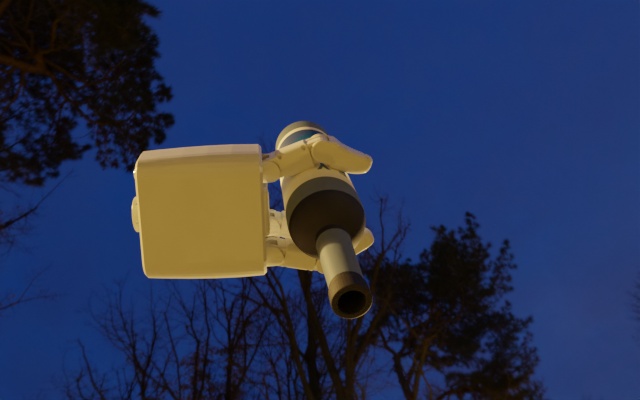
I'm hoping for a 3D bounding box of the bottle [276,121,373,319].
[{"bbox_3d":[0.000,0.001,0.436,0.069,0.069,0.295,0,26,-9],"label":"bottle"}]
